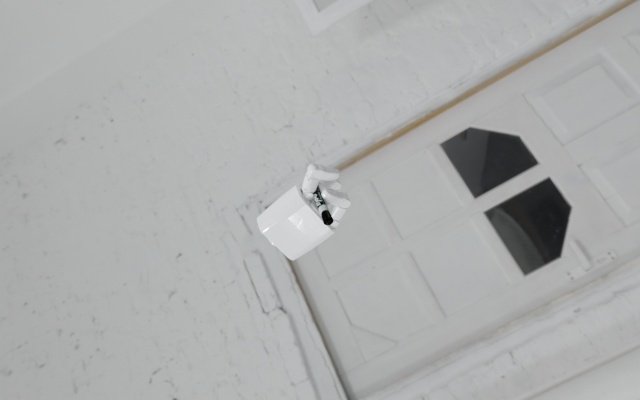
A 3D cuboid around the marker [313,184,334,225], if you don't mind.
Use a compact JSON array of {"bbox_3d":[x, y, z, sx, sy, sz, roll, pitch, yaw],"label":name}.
[{"bbox_3d":[0.000,0.003,0.863,0.020,0.020,0.121,0,38,-19],"label":"marker"}]
